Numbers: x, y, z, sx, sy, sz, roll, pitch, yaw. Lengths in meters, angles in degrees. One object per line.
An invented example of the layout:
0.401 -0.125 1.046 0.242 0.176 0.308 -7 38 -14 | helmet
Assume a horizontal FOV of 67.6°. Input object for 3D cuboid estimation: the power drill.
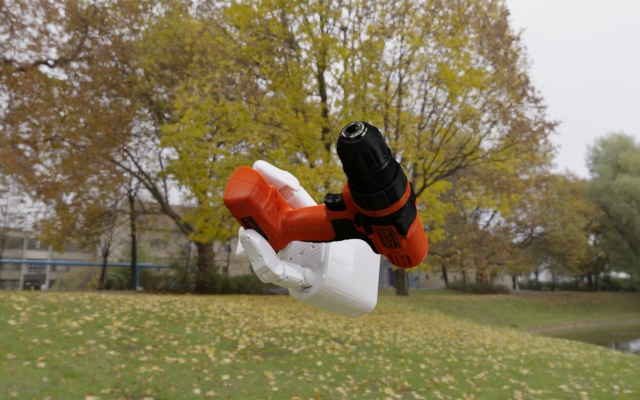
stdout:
0.000 0.002 0.470 0.187 0.057 0.185 1 -40 30 | power drill
